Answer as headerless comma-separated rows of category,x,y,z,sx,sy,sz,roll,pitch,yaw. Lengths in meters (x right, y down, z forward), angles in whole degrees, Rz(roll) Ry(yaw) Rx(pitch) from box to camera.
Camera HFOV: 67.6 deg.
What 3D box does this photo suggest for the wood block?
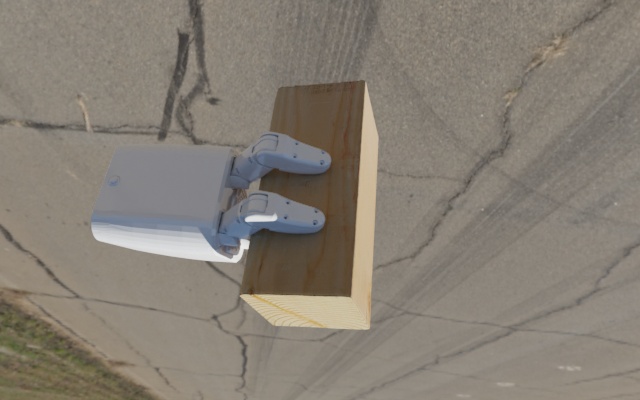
wood block,0.000,0.002,0.434,0.090,0.206,0.091,-1,-30,14
